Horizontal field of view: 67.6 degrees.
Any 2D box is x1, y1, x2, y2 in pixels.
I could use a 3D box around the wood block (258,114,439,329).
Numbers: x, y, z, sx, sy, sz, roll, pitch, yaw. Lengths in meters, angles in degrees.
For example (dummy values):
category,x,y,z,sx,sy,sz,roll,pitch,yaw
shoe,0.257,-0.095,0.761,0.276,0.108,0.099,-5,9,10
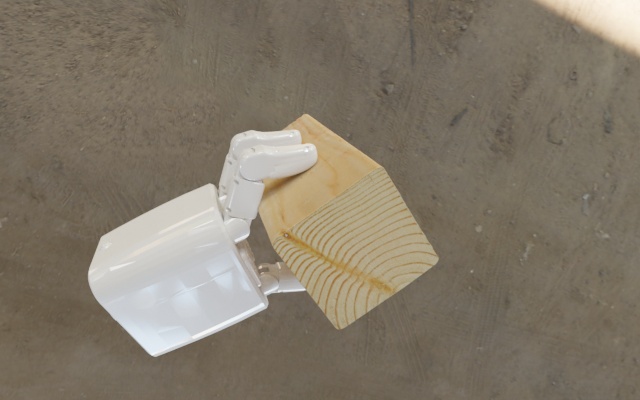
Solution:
category,x,y,z,sx,sy,sz,roll,pitch,yaw
wood block,0.000,0.002,0.413,0.090,0.091,0.206,-35,25,-1
